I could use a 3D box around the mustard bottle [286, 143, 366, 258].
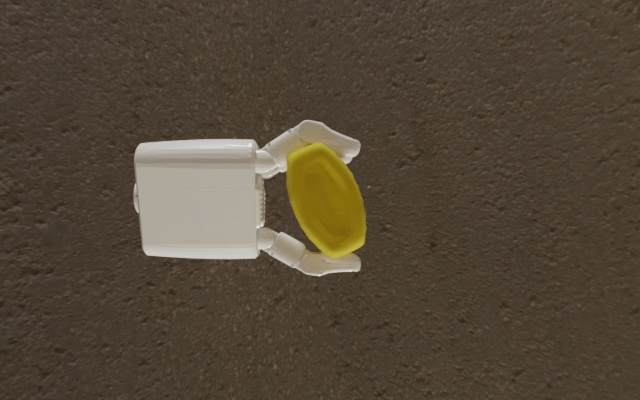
[{"bbox_3d":[0.000,0.001,0.483,0.058,0.096,0.191,-25,0,-3],"label":"mustard bottle"}]
